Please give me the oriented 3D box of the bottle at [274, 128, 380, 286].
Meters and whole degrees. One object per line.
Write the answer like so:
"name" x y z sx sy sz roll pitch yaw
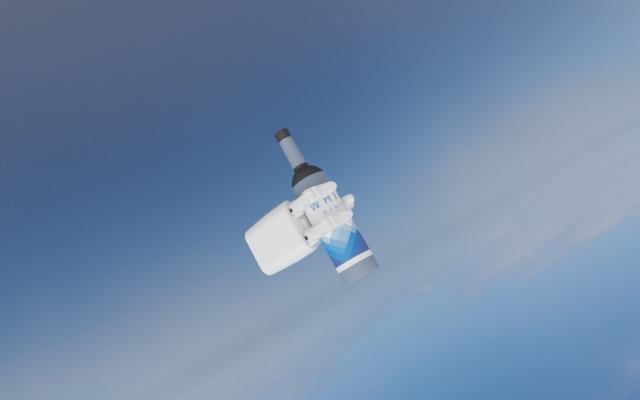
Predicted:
"bottle" 0.000 0.003 0.834 0.069 0.295 0.069 -29 -10 -6
